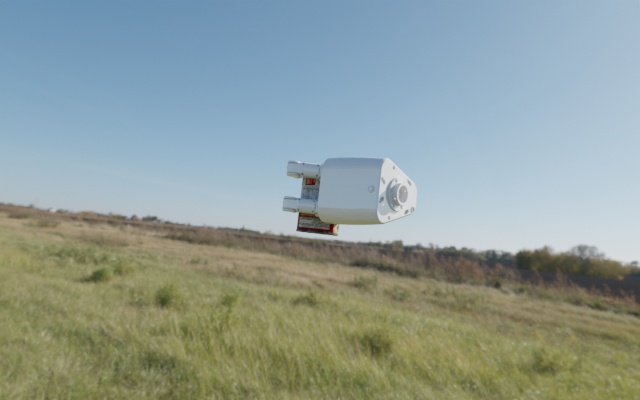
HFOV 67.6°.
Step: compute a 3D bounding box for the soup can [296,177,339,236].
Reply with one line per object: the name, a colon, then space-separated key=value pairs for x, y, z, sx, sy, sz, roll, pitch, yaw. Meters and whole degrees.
soup can: x=0.000 y=0.002 z=0.764 sx=0.068 sy=0.102 sz=0.068 roll=6 pitch=-5 yaw=1
